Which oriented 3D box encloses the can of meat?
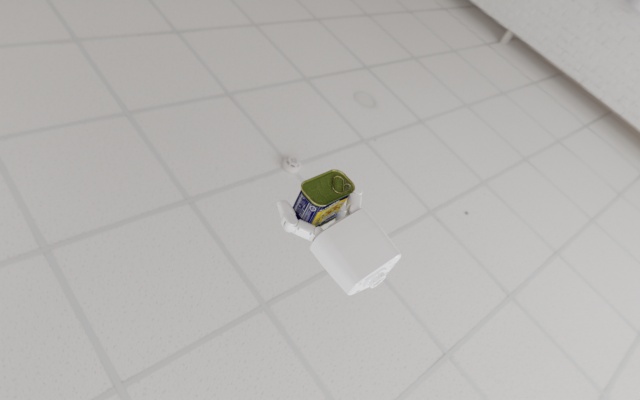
[{"bbox_3d":[0.000,0.003,0.832,0.102,0.057,0.084,-25,-25,-40],"label":"can of meat"}]
